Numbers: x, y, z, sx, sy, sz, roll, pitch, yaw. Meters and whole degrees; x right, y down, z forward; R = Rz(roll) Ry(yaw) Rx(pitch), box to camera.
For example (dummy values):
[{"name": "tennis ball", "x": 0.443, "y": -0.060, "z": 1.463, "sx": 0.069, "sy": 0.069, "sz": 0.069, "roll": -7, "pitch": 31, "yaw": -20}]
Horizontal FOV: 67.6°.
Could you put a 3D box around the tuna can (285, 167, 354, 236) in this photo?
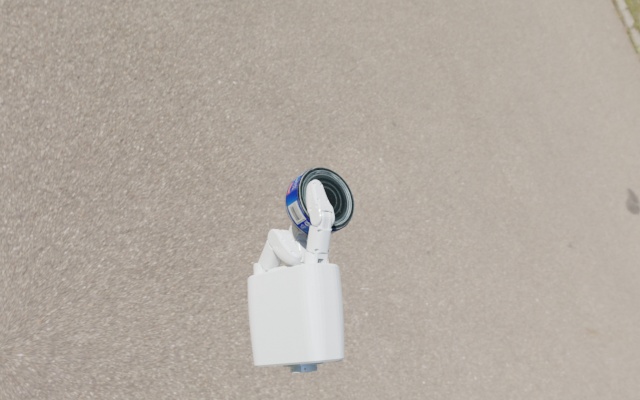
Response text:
[{"name": "tuna can", "x": 0.000, "y": 0.002, "z": 0.599, "sx": 0.086, "sy": 0.086, "sz": 0.034, "roll": 0, "pitch": -20, "yaw": -35}]
